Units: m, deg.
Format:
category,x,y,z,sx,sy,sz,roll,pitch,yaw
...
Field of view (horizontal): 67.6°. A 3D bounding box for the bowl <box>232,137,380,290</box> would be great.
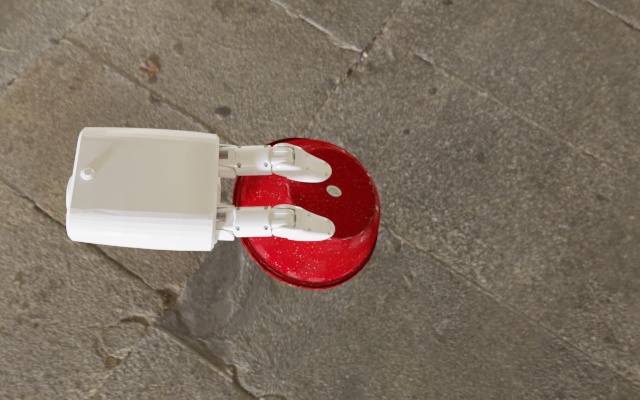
category,x,y,z,sx,sy,sz,roll,pitch,yaw
bowl,0.001,0.001,0.462,0.162,0.162,0.055,0,-19,-27
